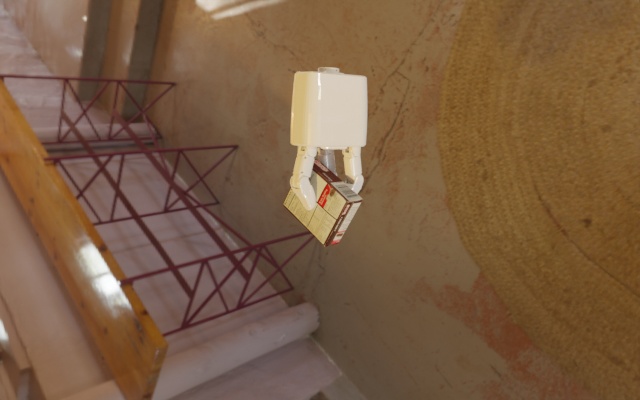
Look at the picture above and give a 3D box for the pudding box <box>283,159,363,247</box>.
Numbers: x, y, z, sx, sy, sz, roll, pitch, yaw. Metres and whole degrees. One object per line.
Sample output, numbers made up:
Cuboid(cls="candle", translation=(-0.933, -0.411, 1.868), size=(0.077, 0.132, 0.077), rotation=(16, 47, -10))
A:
Cuboid(cls="pudding box", translation=(0.000, 0.002, 0.745), size=(0.039, 0.090, 0.113), rotation=(-6, 41, -47))
